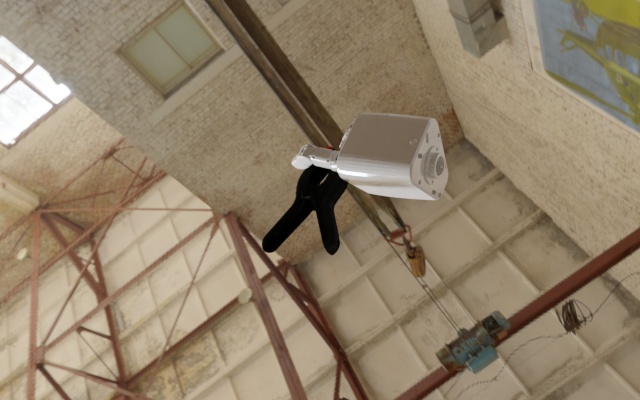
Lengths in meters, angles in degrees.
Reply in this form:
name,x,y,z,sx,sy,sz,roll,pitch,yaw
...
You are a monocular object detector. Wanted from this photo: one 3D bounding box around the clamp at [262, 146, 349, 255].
name,x,y,z,sx,sy,sz,roll,pitch,yaw
clamp,0.000,0.002,0.636,0.120,0.171,0.039,10,-25,37
